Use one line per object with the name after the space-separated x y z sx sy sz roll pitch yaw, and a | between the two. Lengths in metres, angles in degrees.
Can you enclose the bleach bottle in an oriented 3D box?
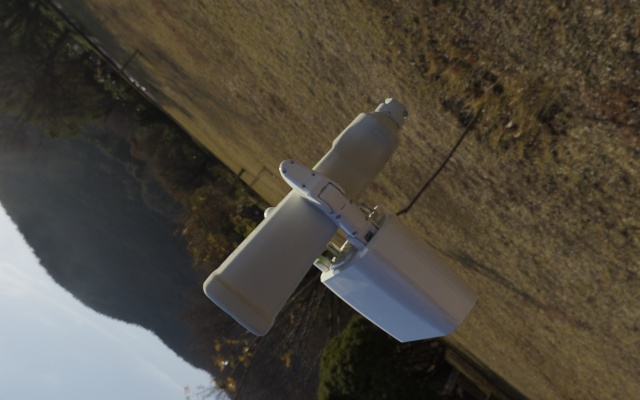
0.000 0.001 0.443 0.068 0.251 0.102 40 -11 -3 | bleach bottle
